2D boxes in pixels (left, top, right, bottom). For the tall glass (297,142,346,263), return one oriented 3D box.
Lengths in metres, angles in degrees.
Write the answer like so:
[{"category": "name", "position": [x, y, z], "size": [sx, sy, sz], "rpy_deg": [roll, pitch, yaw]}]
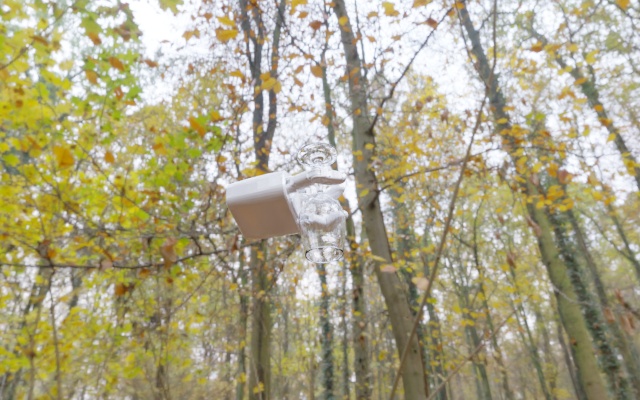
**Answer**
[{"category": "tall glass", "position": [0.000, 0.002, 0.807], "size": [0.079, 0.201, 0.079], "rpy_deg": [-3, -32, -2]}]
